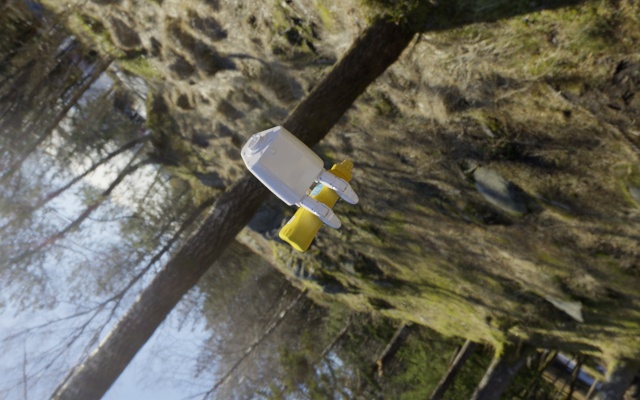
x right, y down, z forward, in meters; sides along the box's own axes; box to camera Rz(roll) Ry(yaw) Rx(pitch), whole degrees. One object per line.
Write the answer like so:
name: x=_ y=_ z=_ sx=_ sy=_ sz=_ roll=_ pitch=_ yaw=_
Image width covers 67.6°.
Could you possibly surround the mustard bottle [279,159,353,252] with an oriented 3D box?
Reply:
mustard bottle: x=0.000 y=0.003 z=0.893 sx=0.058 sy=0.191 sz=0.096 roll=36 pitch=-9 yaw=-5
